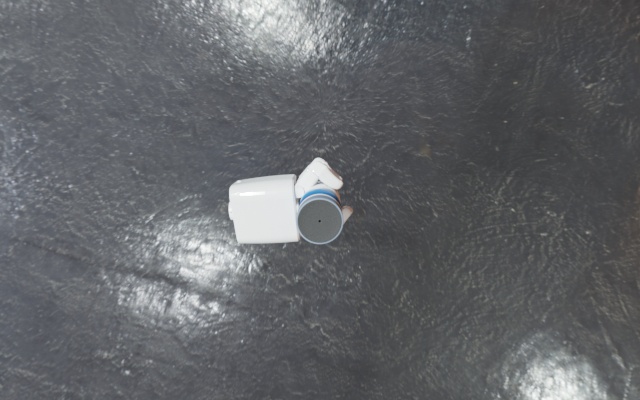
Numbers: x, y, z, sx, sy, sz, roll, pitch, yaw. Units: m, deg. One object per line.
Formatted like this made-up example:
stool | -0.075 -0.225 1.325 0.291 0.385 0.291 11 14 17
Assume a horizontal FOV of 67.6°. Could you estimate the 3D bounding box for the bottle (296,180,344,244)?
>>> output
bottle | 0.000 0.003 0.806 0.069 0.069 0.295 0 10 0
